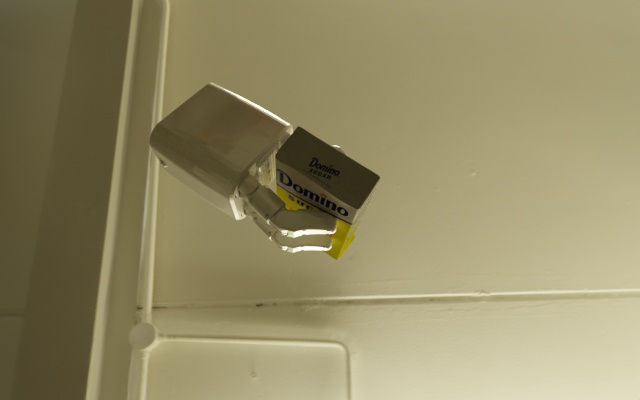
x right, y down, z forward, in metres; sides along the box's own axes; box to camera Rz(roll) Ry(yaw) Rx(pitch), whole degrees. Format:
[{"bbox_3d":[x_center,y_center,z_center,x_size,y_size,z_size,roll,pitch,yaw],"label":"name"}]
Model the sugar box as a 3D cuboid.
[{"bbox_3d":[0.000,0.002,0.505,0.093,0.048,0.176,33,-18,9],"label":"sugar box"}]
